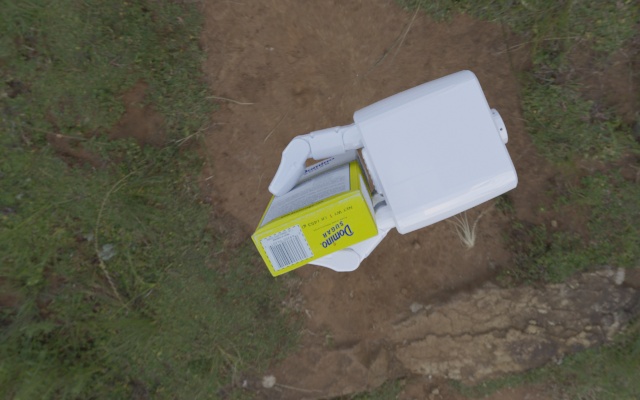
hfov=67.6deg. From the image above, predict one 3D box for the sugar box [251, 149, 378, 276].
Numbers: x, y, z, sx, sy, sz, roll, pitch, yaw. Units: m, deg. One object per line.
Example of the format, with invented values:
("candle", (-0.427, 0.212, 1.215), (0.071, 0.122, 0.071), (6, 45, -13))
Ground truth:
("sugar box", (0.000, 0.002, 0.444), (0.093, 0.048, 0.176), (-22, 12, 10))
